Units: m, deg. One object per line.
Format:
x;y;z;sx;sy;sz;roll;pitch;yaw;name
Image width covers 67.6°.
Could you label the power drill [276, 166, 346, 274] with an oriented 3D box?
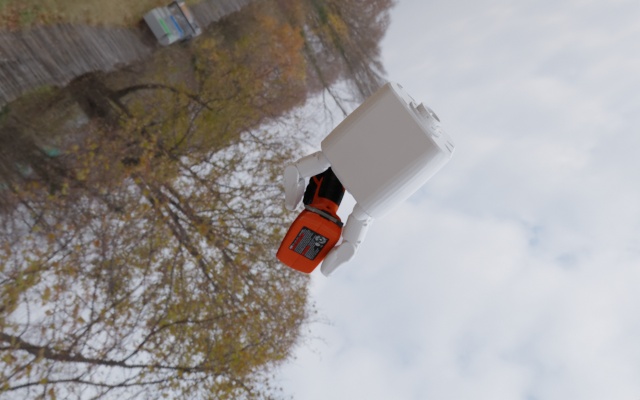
0.000;0.002;0.641;0.057;0.187;0.184;25;-43;-6;power drill
